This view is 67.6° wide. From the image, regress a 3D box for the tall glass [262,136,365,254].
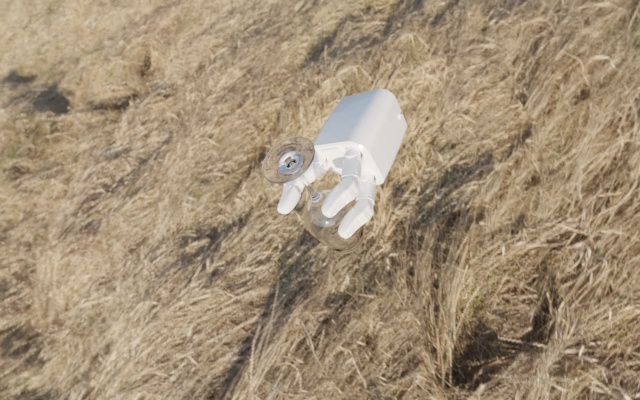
[{"bbox_3d":[0.000,0.002,0.671,0.079,0.079,0.201,0,-33,29],"label":"tall glass"}]
